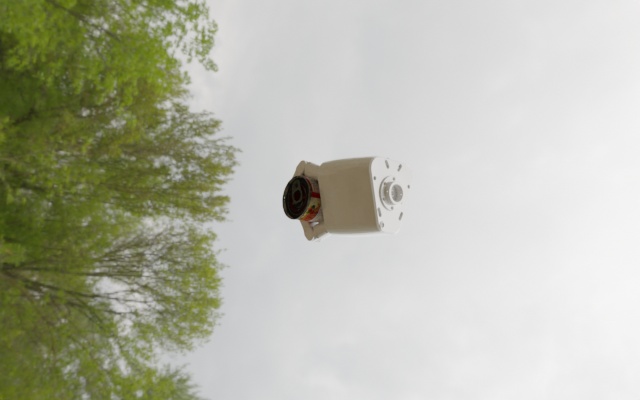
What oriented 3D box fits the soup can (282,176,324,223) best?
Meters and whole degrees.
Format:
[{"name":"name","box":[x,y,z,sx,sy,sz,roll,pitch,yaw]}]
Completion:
[{"name":"soup can","box":[0.000,0.003,0.757,0.102,0.068,0.068,11,-7,-40]}]
